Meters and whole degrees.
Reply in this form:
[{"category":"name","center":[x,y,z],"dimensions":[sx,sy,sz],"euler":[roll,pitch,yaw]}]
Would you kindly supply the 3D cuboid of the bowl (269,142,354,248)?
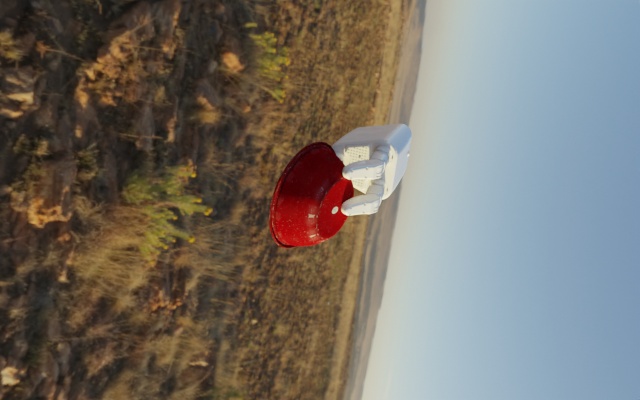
[{"category":"bowl","center":[0.000,0.003,0.671],"dimensions":[0.055,0.162,0.162],"euler":[23,12,29]}]
